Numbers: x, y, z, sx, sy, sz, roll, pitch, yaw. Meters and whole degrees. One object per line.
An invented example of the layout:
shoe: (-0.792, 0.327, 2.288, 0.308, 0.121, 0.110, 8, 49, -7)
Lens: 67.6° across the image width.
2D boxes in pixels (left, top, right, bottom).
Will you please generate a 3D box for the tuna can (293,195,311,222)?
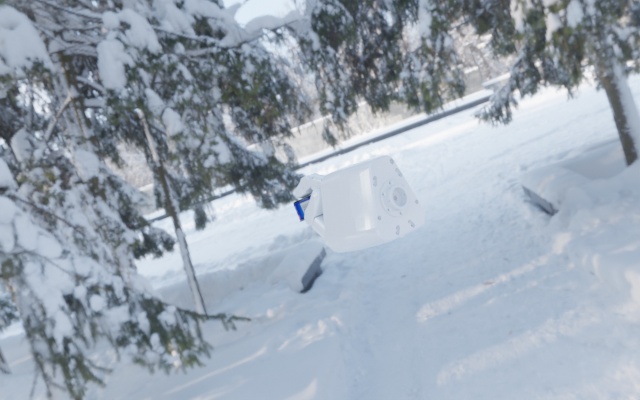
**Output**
tuna can: (0.000, 0.002, 0.767, 0.086, 0.034, 0.086, -23, 0, 0)
